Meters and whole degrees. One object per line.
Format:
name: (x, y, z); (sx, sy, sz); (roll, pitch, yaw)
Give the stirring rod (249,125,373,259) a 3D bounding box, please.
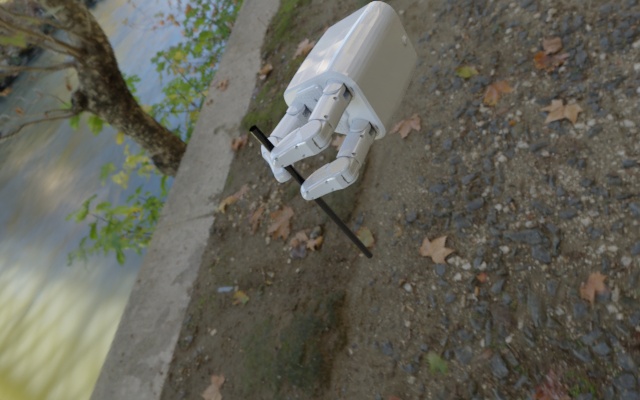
stirring rod: (0.000, 0.002, 0.509); (0.011, 0.011, 0.240); (0, -33, 37)
